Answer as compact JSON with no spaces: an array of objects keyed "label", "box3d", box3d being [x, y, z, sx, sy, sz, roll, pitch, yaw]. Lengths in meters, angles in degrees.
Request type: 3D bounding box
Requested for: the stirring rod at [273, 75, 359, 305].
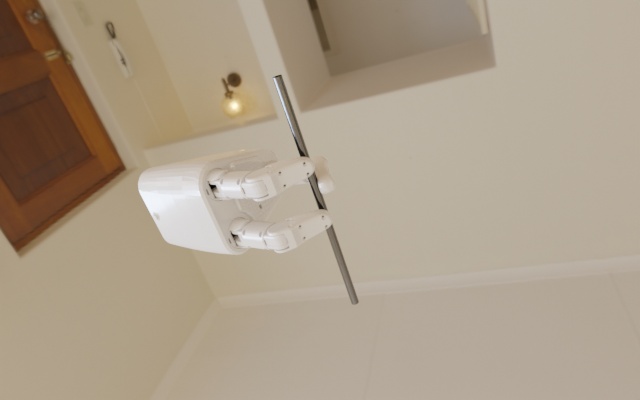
[{"label":"stirring rod","box3d":[0.000,0.001,0.442,0.011,0.240,0.011,-16,25,7]}]
